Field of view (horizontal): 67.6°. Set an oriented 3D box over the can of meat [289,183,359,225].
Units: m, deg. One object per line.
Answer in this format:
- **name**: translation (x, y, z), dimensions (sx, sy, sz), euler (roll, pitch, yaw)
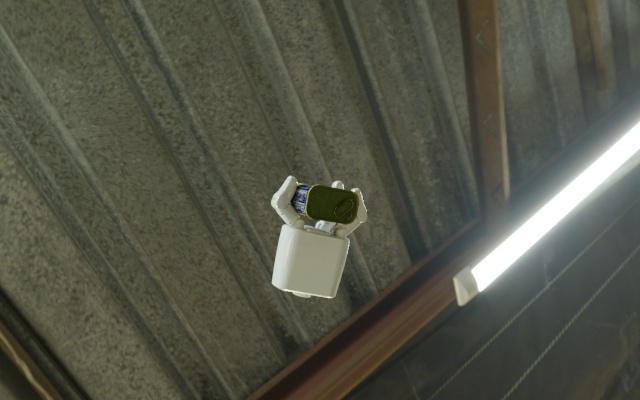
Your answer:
- **can of meat**: translation (0.000, 0.003, 0.816), dimensions (0.102, 0.057, 0.084), euler (10, 2, -32)
